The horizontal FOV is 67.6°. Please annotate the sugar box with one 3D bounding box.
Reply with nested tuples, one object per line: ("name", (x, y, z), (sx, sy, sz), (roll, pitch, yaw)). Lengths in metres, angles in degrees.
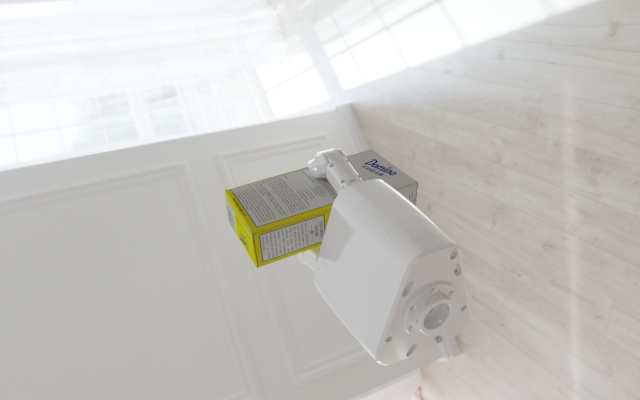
("sugar box", (0.000, 0.002, 0.486), (0.176, 0.048, 0.093), (-15, 34, -21))
